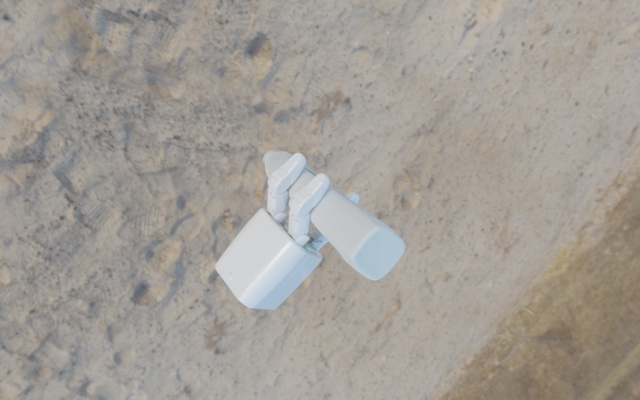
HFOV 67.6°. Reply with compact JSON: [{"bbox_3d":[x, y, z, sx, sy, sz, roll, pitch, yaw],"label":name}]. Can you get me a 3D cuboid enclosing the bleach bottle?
[{"bbox_3d":[0.000,0.002,0.663,0.250,0.068,0.103,42,2,39],"label":"bleach bottle"}]
